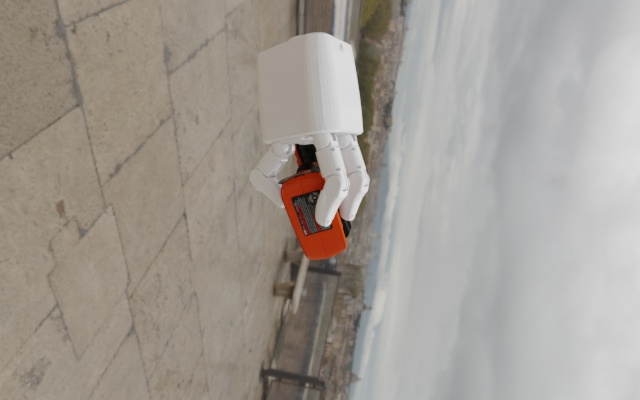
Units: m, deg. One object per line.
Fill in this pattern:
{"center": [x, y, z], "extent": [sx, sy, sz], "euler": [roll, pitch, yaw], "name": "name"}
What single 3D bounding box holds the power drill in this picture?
{"center": [0.000, 0.002, 0.634], "extent": [0.057, 0.184, 0.187], "euler": [-19, 20, 8], "name": "power drill"}
